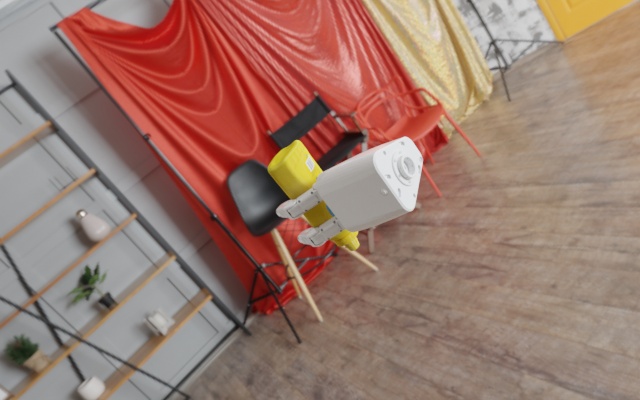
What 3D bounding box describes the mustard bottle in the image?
[{"bbox_3d":[0.000,0.002,0.738,0.058,0.192,0.096,-32,17,20],"label":"mustard bottle"}]
